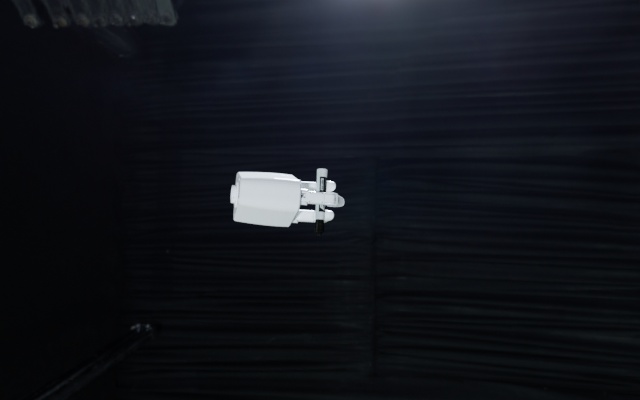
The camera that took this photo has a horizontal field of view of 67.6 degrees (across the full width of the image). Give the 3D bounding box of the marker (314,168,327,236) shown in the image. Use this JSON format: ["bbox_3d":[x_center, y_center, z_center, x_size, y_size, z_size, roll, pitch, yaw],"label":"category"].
[{"bbox_3d":[0.000,0.003,0.863,0.020,0.121,0.020,3,-8,0],"label":"marker"}]
